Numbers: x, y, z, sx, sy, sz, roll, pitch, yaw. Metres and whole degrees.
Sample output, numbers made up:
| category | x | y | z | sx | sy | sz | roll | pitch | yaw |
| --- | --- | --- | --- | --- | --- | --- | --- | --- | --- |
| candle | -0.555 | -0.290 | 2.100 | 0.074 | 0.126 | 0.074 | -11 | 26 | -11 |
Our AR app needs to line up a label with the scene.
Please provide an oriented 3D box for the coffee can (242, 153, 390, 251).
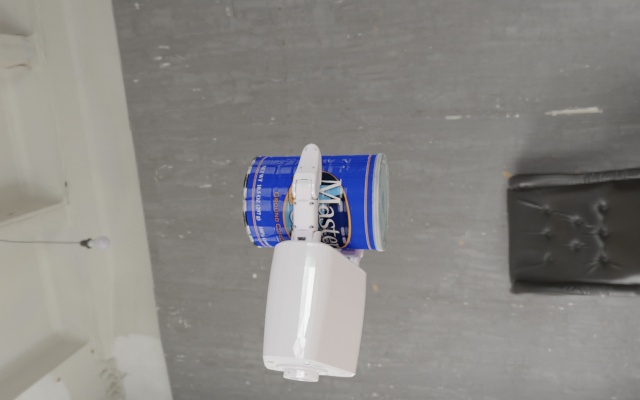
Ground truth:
| category | x | y | z | sx | sy | sz | roll | pitch | yaw |
| --- | --- | --- | --- | --- | --- | --- | --- | --- | --- |
| coffee can | 0.000 | 0.002 | 0.518 | 0.140 | 0.103 | 0.103 | 0 | 0 | 14 |
